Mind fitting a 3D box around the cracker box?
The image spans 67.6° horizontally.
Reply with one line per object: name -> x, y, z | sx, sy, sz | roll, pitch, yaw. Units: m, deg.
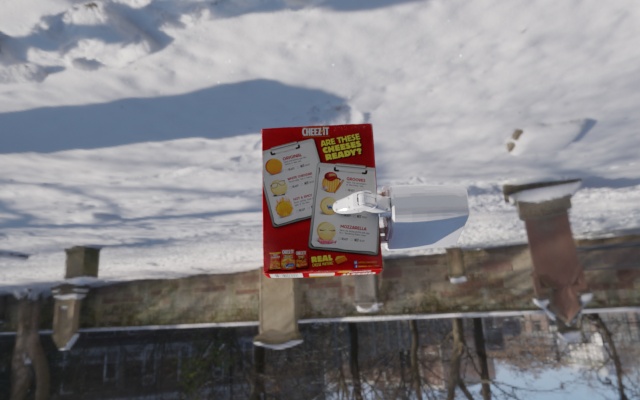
cracker box -> 0.000, 0.002, 0.694 | 0.164, 0.213, 0.072 | -3, -16, 0
